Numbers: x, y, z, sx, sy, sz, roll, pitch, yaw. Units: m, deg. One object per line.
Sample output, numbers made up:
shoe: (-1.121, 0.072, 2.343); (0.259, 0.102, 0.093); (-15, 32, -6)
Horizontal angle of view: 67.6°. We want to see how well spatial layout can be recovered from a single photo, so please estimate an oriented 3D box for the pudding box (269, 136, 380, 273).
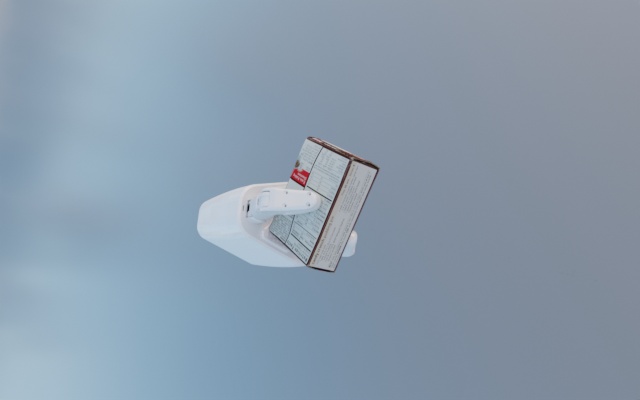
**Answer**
pudding box: (0.000, 0.001, 0.472); (0.039, 0.113, 0.090); (14, 12, -36)
